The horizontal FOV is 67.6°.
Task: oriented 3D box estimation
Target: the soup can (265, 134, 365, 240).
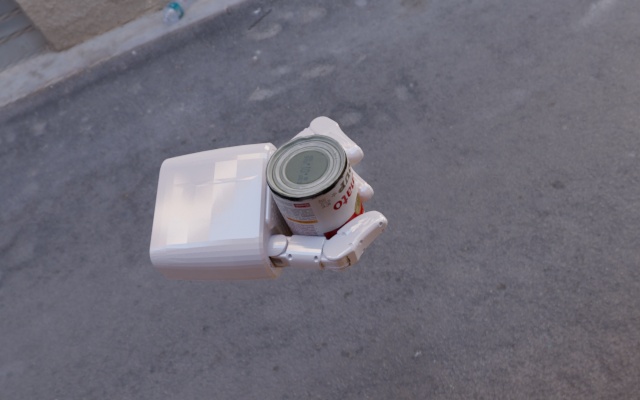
[{"bbox_3d":[0.000,0.001,0.408,0.068,0.068,0.102,0,-36,17],"label":"soup can"}]
